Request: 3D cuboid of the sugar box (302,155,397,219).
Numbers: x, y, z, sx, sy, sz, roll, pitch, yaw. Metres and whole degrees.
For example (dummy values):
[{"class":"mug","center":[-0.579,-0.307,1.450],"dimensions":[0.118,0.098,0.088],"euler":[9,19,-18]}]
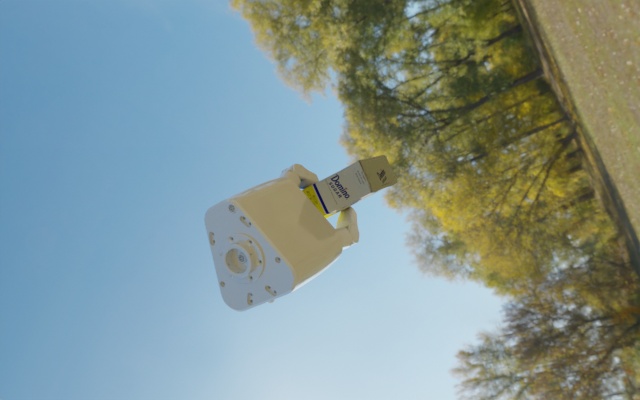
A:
[{"class":"sugar box","center":[0.000,0.003,0.592],"dimensions":[0.176,0.048,0.093],"euler":[-24,-2,28]}]
